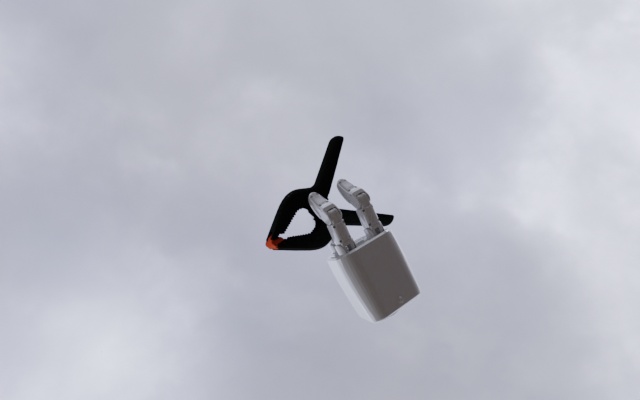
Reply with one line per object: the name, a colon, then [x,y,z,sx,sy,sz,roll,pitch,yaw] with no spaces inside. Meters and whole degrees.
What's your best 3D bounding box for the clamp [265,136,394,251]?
clamp: [-0.001,0.003,0.720,0.210,0.164,0.036,-27,-1,-29]
